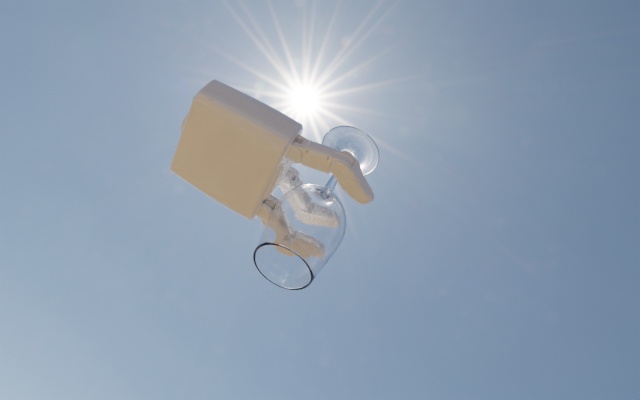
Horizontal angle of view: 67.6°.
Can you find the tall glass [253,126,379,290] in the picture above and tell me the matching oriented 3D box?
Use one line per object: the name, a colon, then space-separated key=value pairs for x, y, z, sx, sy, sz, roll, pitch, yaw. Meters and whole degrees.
tall glass: x=0.000 y=0.001 z=0.515 sx=0.079 sy=0.079 sz=0.201 roll=0 pitch=38 yaw=27
